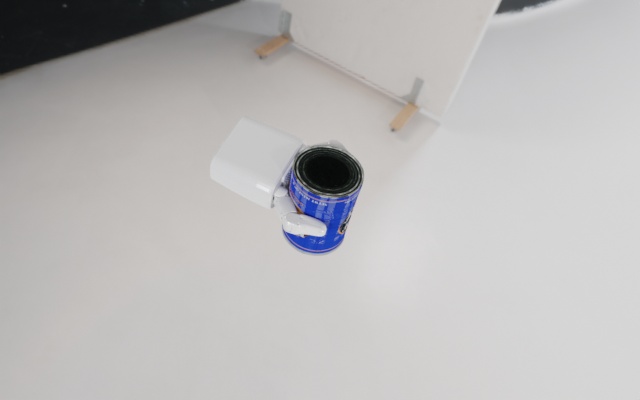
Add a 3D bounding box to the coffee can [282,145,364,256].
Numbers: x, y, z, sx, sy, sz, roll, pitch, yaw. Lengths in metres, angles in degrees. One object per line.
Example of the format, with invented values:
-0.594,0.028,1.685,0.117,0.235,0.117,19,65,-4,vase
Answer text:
0.000,0.003,0.717,0.103,0.102,0.140,0,-40,-13,coffee can
